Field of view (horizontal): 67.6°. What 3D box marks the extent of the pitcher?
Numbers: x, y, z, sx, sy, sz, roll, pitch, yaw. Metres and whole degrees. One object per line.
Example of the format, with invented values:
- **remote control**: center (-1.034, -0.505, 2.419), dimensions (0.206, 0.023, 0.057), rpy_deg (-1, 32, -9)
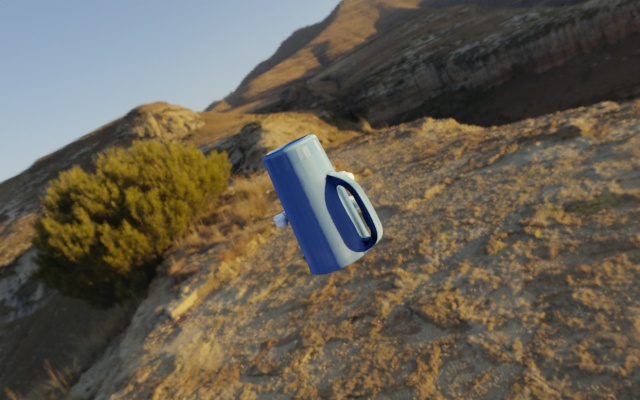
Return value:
- **pitcher**: center (0.000, 0.003, 0.885), dimensions (0.149, 0.243, 0.145), rpy_deg (-27, 11, -6)
